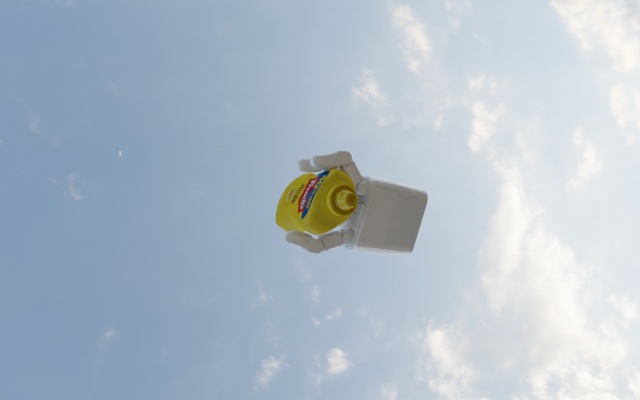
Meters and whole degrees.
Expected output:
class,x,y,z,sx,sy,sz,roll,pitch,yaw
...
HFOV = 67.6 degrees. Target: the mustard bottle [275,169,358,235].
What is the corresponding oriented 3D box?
class,x,y,z,sx,sy,sz,roll,pitch,yaw
mustard bottle,0.000,0.002,0.675,0.058,0.096,0.191,35,-15,-20
